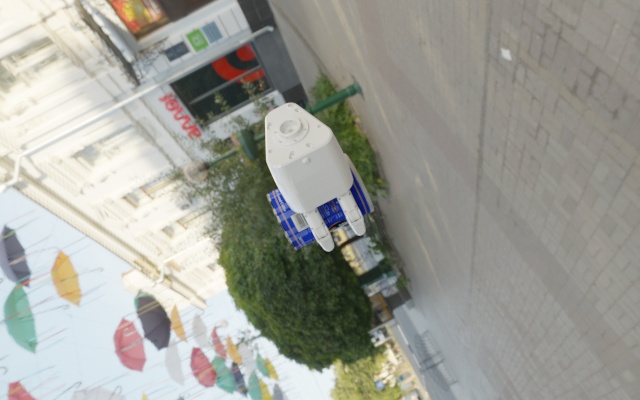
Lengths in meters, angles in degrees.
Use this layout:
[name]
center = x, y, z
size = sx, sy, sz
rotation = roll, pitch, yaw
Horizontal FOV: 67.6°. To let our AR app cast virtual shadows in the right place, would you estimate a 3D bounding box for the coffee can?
[coffee can]
center = 0.000, 0.002, 0.758
size = 0.140, 0.103, 0.103
rotation = -27, 0, 0
